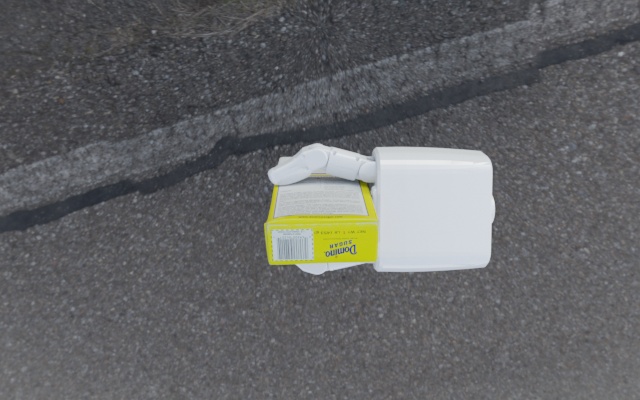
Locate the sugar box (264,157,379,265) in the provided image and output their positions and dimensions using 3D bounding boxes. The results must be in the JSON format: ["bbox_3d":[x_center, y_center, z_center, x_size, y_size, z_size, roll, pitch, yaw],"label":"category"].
[{"bbox_3d":[0.000,0.002,0.467,0.093,0.048,0.176,-1,20,0],"label":"sugar box"}]
